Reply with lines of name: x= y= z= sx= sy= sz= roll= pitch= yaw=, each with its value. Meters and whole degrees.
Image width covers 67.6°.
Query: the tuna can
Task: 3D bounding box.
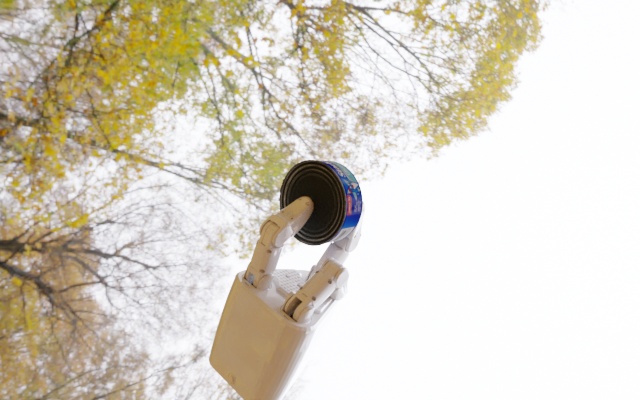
tuna can: x=0.000 y=0.001 z=0.485 sx=0.086 sy=0.086 sz=0.034 roll=0 pitch=4 yaw=39
